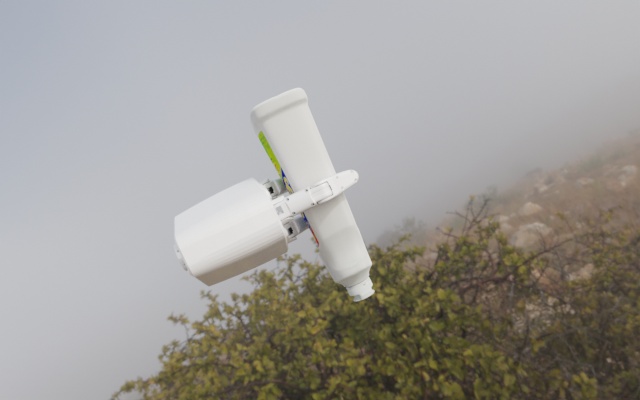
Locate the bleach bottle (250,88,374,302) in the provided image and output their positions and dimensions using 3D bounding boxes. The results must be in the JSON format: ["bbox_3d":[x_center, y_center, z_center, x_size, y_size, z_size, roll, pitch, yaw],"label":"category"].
[{"bbox_3d":[0.000,0.002,0.562,0.068,0.251,0.102,-26,2,-8],"label":"bleach bottle"}]
